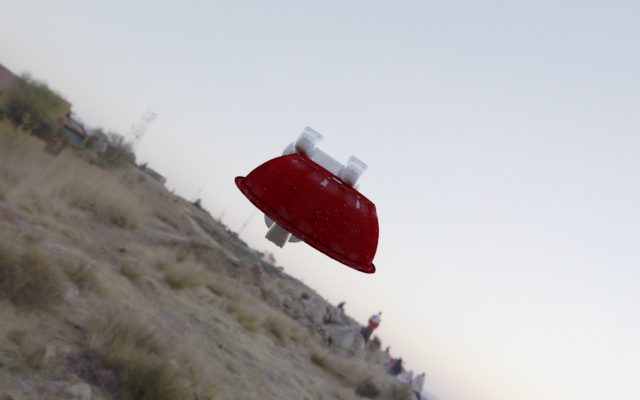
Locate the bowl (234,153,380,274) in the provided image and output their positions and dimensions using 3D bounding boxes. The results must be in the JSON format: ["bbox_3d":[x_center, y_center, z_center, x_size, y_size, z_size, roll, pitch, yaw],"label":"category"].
[{"bbox_3d":[0.001,0.001,0.457,0.162,0.055,0.162,34,6,-4],"label":"bowl"}]
